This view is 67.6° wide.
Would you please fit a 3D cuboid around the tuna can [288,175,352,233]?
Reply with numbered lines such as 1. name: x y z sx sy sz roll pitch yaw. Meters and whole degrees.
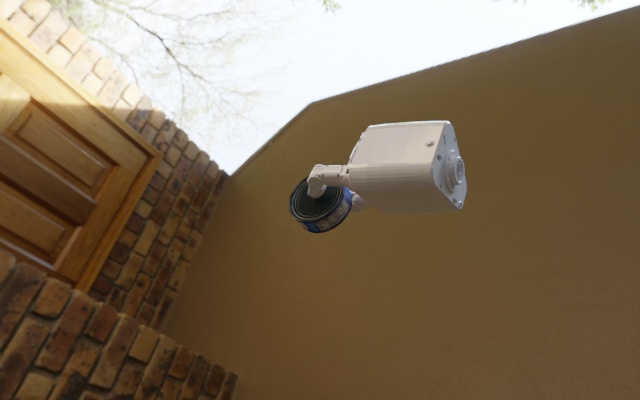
1. tuna can: 0.000 0.003 0.666 0.086 0.086 0.034 0 -35 33
